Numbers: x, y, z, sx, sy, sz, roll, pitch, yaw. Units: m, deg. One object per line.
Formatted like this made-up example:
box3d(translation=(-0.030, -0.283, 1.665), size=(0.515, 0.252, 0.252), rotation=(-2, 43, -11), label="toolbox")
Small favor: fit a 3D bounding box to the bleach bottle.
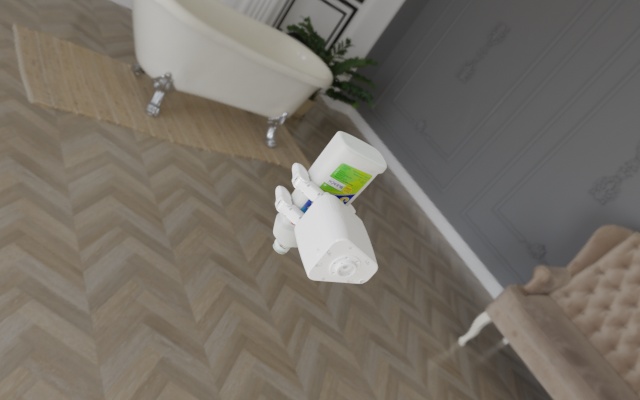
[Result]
box3d(translation=(0.000, 0.003, 0.839), size=(0.102, 0.251, 0.068), rotation=(23, 29, -29), label="bleach bottle")
